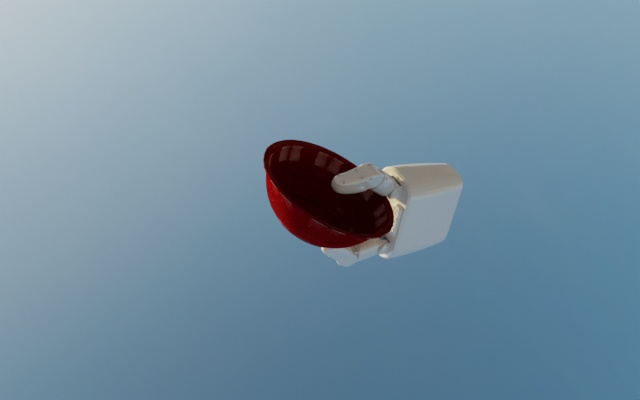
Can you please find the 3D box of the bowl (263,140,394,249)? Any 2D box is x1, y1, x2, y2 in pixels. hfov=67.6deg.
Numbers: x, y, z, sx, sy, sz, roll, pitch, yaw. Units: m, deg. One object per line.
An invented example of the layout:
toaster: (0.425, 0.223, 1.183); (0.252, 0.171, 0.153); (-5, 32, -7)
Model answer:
bowl: (-0.001, 0.002, 0.535); (0.162, 0.055, 0.162); (24, 31, -15)
